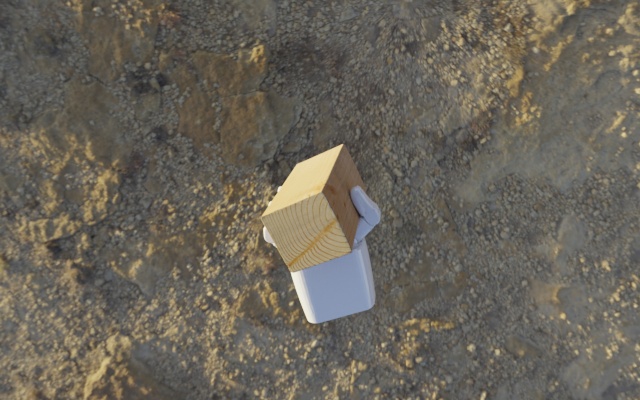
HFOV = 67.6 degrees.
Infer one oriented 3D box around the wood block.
[{"bbox_3d":[0.001,0.003,0.683,0.091,0.090,0.206,-21,18,18],"label":"wood block"}]
